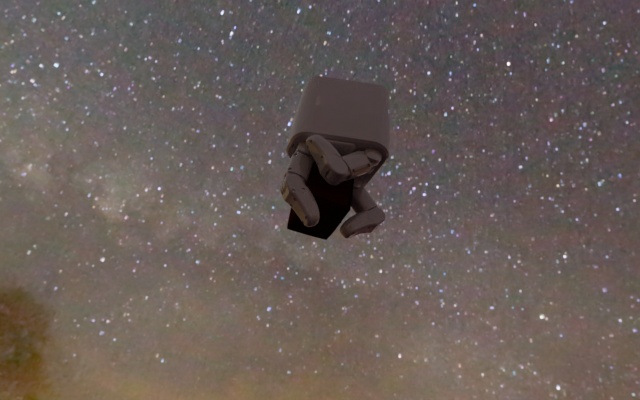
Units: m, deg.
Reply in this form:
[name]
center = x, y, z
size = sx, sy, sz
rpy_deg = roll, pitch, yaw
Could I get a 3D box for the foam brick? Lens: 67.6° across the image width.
[foam brick]
center = 0.000, 0.002, 0.561
size = 0.053, 0.051, 0.078
rpy_deg = 18, -37, -13
